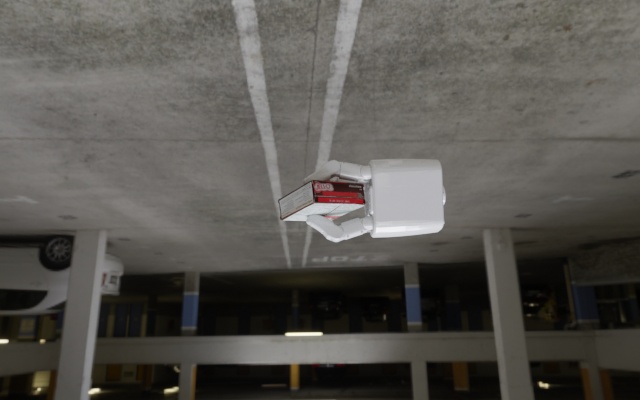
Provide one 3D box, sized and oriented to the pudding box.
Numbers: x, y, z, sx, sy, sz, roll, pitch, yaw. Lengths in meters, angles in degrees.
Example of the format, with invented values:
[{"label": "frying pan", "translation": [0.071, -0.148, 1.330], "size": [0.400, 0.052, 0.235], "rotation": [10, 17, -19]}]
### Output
[{"label": "pudding box", "translation": [0.000, 0.003, 0.721], "size": [0.090, 0.039, 0.113], "rotation": [4, -19, -31]}]
